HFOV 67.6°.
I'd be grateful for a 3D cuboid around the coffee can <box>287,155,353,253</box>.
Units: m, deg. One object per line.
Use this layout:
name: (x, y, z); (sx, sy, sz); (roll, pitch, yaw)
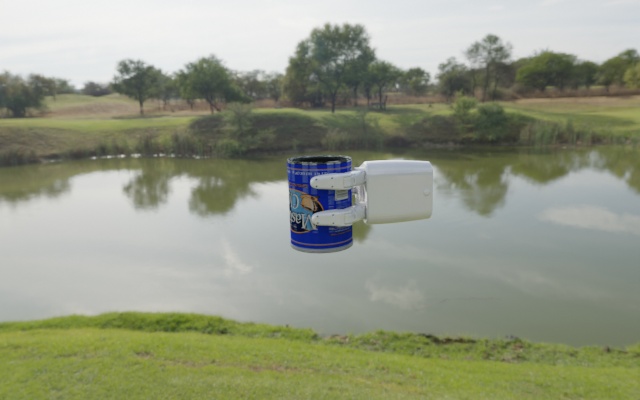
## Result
coffee can: (0.000, 0.003, 0.762); (0.103, 0.140, 0.103); (-2, 11, 0)
